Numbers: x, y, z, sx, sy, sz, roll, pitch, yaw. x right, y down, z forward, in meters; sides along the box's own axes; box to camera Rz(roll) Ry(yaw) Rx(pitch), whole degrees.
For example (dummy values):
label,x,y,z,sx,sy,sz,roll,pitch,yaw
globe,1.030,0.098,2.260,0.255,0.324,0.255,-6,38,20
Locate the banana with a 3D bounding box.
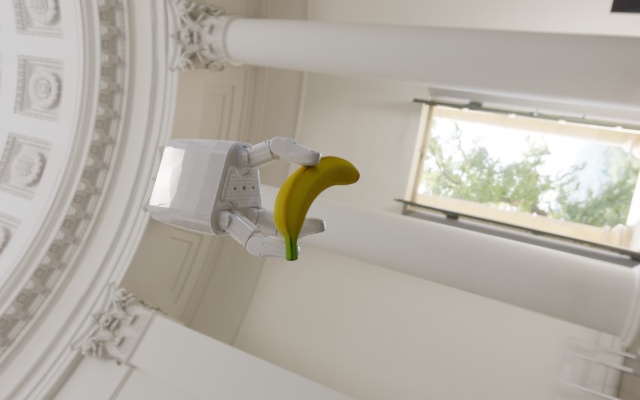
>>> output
label,x,y,z,sx,sy,sz,roll,pitch,yaw
banana,-0.005,-0.013,0.550,0.037,0.070,0.197,3,30,28
